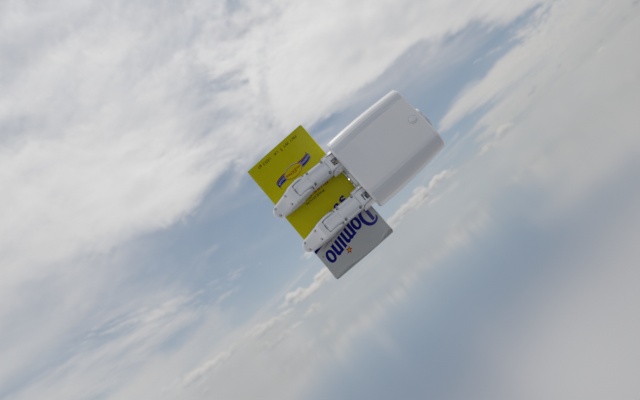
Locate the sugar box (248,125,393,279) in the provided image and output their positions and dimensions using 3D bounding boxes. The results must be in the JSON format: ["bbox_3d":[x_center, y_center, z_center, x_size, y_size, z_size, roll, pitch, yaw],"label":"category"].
[{"bbox_3d":[0.000,0.002,0.600,0.093,0.176,0.048,-42,-11,4],"label":"sugar box"}]
